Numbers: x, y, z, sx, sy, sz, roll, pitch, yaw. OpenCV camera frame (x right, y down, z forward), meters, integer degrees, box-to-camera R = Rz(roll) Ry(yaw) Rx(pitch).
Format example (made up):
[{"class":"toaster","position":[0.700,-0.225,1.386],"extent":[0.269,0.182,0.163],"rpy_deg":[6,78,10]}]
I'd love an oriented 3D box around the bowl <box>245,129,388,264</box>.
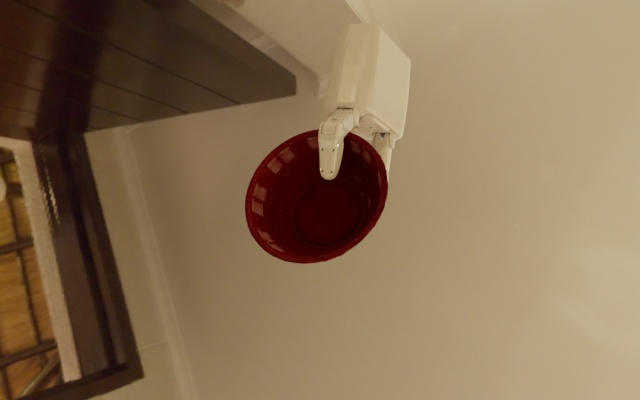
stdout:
[{"class":"bowl","position":[0.000,0.003,0.532],"extent":[0.162,0.162,0.055],"rpy_deg":[0,-26,20]}]
